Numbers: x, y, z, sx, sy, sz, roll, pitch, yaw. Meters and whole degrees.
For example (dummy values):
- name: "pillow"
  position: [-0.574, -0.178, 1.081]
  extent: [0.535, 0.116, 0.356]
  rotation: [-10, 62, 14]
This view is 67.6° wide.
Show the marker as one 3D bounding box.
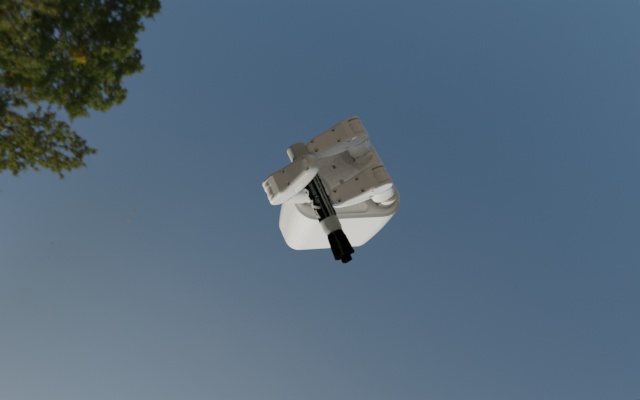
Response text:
- name: "marker"
  position: [0.000, 0.001, 0.437]
  extent: [0.020, 0.121, 0.020]
  rotation: [-22, -19, -8]
